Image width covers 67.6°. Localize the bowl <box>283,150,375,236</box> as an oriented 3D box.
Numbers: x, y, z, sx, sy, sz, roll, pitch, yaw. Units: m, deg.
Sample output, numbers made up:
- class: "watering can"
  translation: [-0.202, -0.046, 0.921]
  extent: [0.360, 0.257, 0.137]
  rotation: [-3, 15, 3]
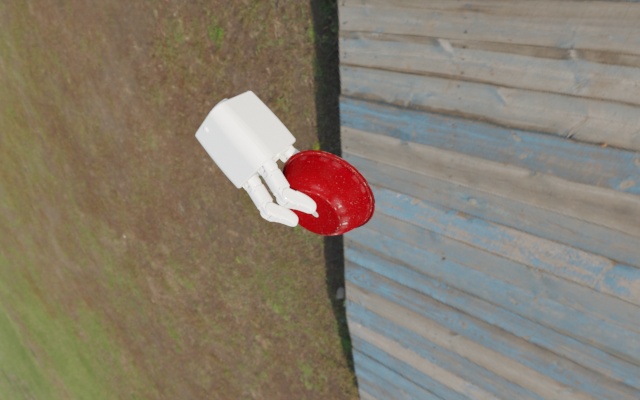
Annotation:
- class: "bowl"
  translation: [0.001, 0.003, 0.740]
  extent: [0.162, 0.162, 0.055]
  rotation: [0, 40, 35]
